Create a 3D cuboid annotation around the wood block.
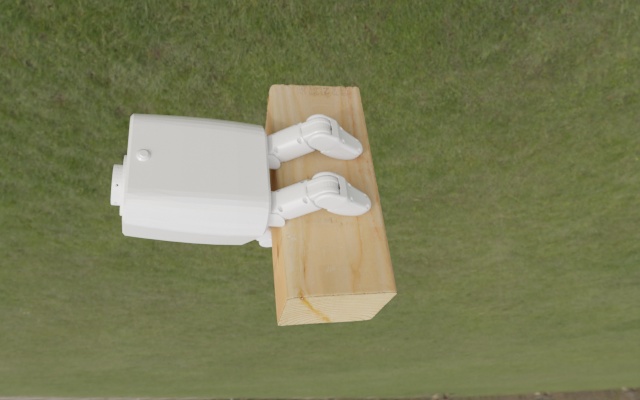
[{"bbox_3d":[0.000,0.002,0.448,0.090,0.206,0.091,-1,-27,-11],"label":"wood block"}]
